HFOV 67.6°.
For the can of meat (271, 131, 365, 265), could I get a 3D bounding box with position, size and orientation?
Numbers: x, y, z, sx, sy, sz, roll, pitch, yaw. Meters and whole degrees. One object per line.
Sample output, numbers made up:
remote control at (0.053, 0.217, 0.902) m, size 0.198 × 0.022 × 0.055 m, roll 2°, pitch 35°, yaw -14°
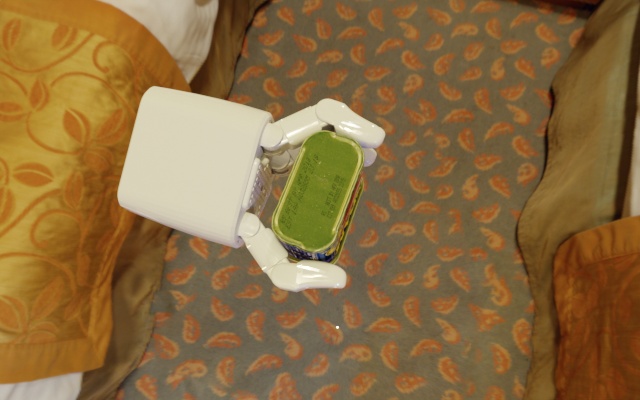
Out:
can of meat at (0.000, 0.001, 0.403) m, size 0.057 × 0.102 × 0.084 m, roll 19°, pitch -13°, yaw 7°
